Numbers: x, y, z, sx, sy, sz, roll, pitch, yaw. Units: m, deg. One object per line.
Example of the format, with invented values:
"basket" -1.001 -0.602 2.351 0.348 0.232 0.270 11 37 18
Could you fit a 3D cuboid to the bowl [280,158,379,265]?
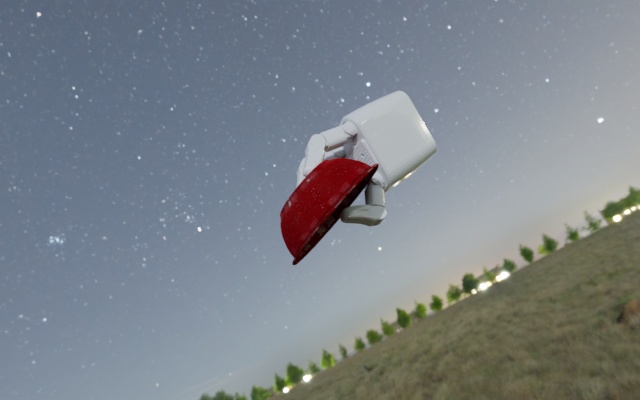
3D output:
"bowl" -0.001 0.002 0.589 0.055 0.162 0.162 40 5 6
